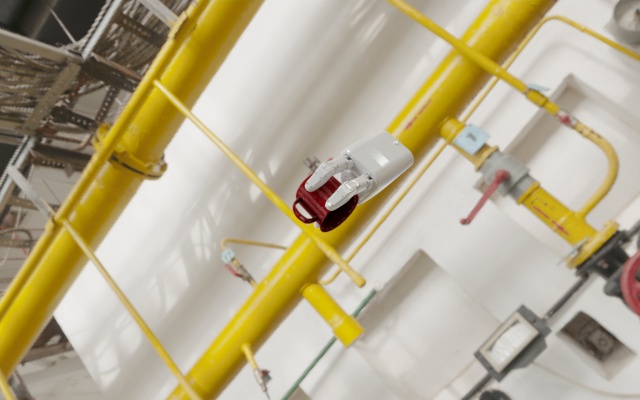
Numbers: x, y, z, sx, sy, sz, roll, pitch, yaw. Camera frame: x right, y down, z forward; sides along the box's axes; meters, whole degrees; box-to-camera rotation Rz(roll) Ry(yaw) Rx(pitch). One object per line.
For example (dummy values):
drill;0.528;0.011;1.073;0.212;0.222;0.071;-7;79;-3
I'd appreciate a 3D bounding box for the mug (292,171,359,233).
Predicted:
mug;-0.001;0.003;0.865;0.117;0.081;0.093;-30;-27;-31
